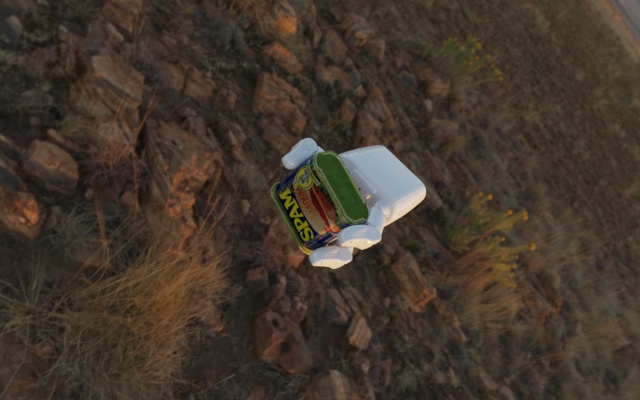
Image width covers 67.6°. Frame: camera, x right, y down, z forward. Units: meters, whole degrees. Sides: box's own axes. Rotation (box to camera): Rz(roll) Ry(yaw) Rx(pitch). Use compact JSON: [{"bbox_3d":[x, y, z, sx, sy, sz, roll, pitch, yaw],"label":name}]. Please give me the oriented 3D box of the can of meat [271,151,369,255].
[{"bbox_3d":[0.000,0.002,0.580,0.084,0.102,0.057,-35,-10,38],"label":"can of meat"}]
